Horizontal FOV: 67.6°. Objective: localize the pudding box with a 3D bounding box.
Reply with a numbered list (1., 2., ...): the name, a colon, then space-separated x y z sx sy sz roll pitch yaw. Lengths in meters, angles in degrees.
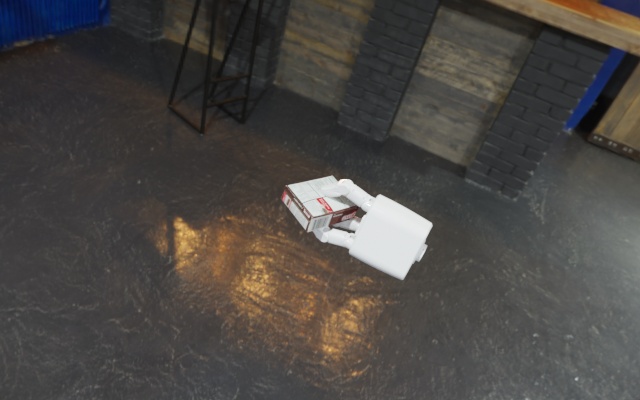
1. pudding box: 0.000 0.003 0.861 0.113 0.039 0.090 -13 49 -38
